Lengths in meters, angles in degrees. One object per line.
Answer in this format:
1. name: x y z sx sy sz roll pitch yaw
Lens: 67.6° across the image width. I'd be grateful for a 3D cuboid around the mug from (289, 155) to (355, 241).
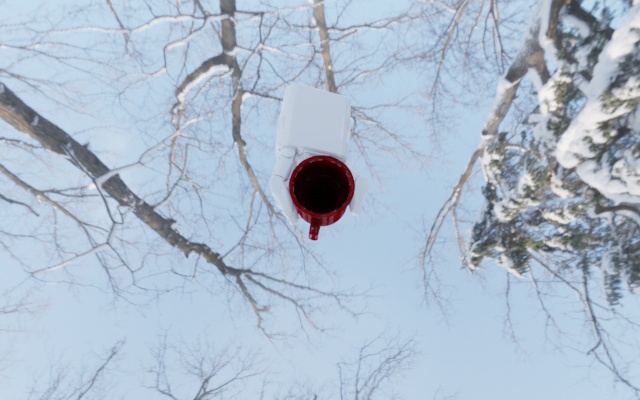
1. mug: 0.000 0.004 0.702 0.093 0.117 0.081 7 -17 2
